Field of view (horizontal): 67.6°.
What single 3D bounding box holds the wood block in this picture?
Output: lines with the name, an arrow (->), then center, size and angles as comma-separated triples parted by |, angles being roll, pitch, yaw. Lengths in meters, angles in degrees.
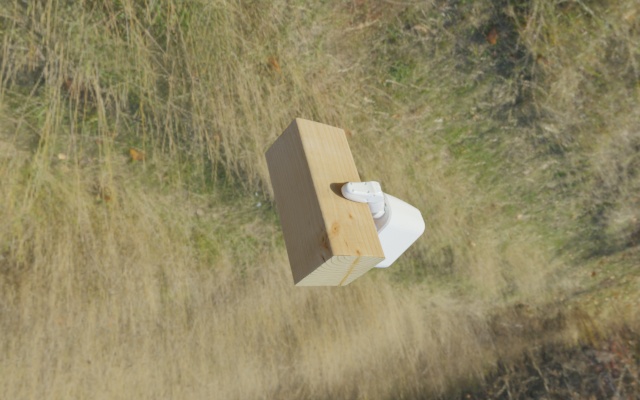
wood block -> 0.001, 0.002, 0.648 | 0.090, 0.206, 0.091 | 8, -36, -38
